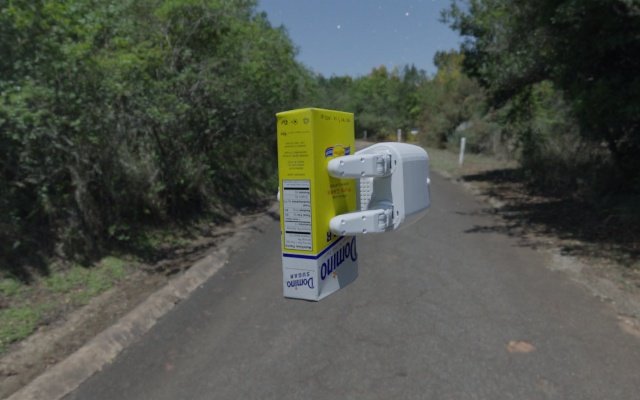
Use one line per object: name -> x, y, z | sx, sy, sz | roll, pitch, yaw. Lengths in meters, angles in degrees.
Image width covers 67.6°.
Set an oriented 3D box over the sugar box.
sugar box -> 0.001, 0.001, 0.472 | 0.048, 0.176, 0.093 | -2, 6, 30
